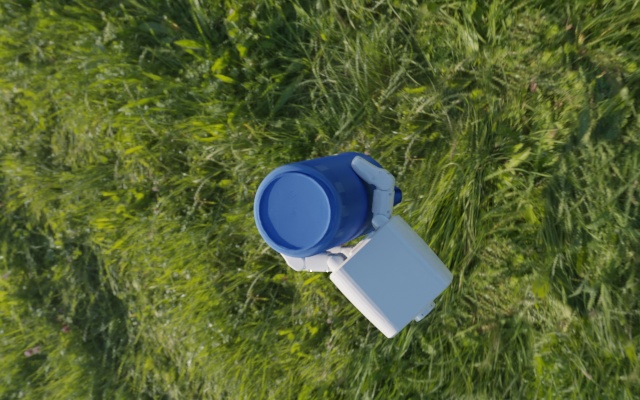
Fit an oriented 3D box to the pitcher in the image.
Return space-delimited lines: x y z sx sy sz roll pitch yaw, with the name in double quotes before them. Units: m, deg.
"pitcher" 0.000 0.002 0.643 0.149 0.145 0.243 -45 -10 17
